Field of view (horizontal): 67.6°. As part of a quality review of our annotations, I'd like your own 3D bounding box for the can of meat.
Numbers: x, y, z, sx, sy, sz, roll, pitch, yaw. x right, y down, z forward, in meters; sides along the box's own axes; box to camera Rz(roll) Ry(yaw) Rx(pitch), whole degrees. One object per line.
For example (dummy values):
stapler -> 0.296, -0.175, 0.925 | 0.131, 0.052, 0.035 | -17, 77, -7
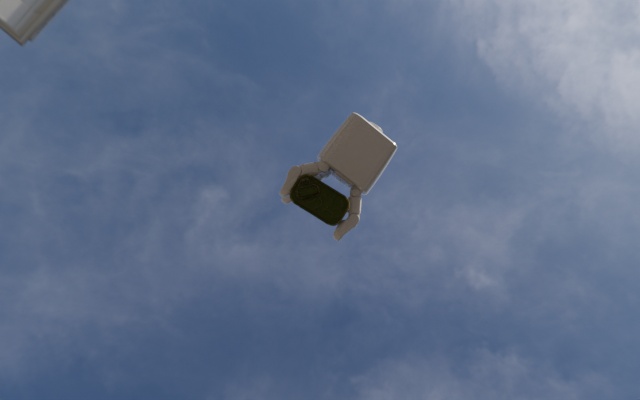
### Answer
can of meat -> 0.000, 0.003, 0.849 | 0.102, 0.057, 0.084 | 32, -4, 6
